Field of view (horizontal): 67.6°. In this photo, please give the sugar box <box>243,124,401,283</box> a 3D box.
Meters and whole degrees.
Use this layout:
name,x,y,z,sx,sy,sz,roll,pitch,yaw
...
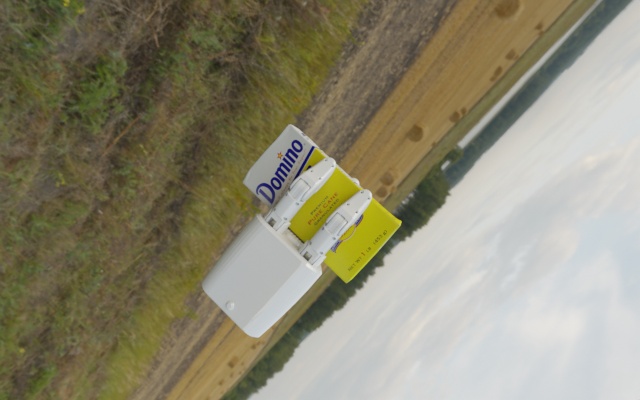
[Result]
name,x,y,z,sx,sy,sz,roll,pitch,yaw
sugar box,0.000,0.002,0.564,0.176,0.093,0.048,42,8,8
